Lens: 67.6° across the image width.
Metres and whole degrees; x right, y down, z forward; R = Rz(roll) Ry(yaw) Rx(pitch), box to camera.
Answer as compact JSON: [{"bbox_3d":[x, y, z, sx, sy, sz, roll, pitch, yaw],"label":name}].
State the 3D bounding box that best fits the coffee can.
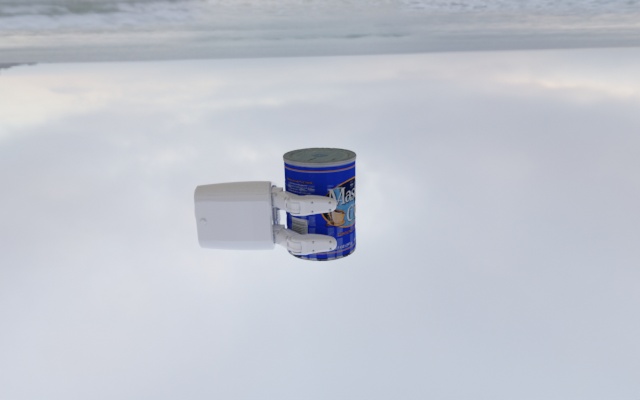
[{"bbox_3d":[0.000,0.002,0.683,0.103,0.140,0.102,-1,17,0],"label":"coffee can"}]
